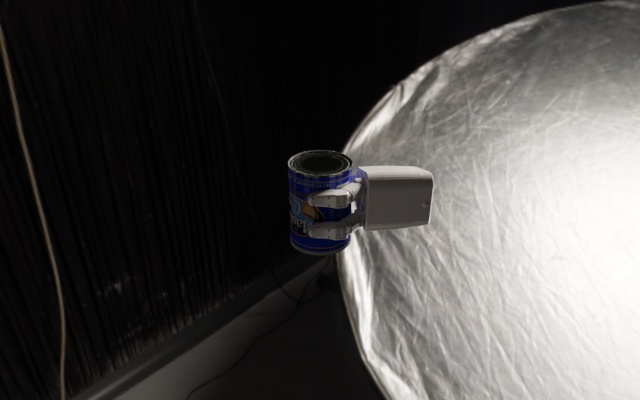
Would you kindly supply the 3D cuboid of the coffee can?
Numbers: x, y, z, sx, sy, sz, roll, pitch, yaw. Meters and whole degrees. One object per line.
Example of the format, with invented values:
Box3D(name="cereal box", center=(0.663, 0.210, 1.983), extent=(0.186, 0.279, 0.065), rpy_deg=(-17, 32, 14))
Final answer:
Box3D(name="coffee can", center=(0.000, 0.003, 0.771), extent=(0.103, 0.140, 0.102), rpy_deg=(0, 28, 0))
